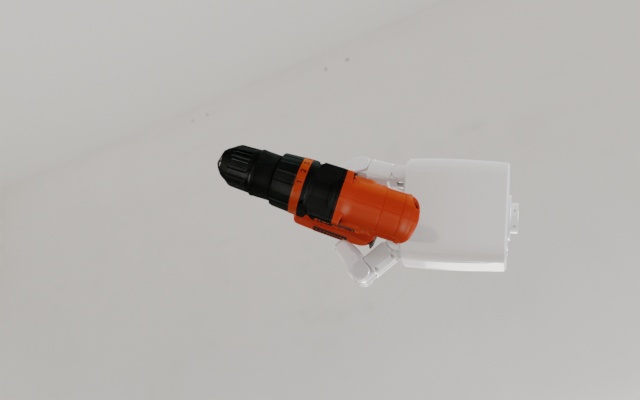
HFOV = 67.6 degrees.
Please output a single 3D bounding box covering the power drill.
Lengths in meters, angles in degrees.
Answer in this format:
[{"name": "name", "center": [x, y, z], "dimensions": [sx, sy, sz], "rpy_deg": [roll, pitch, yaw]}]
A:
[{"name": "power drill", "center": [0.000, 0.002, 0.491], "dimensions": [0.184, 0.057, 0.187], "rpy_deg": [20, -4, 6]}]
